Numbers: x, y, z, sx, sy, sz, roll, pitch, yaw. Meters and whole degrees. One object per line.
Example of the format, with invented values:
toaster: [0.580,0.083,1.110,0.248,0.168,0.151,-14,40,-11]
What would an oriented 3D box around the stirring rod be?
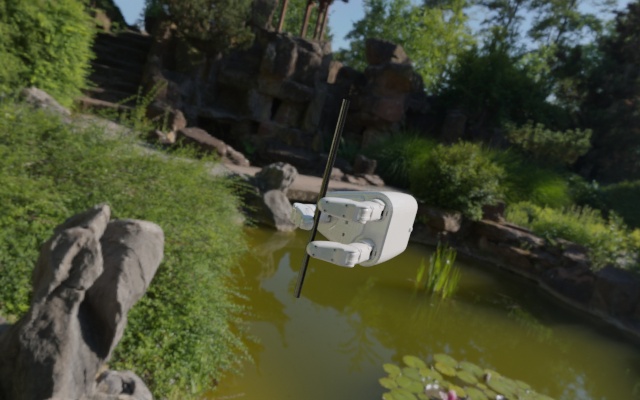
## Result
stirring rod: [0.000,0.002,0.558,0.011,0.239,0.011,14,10,-3]
